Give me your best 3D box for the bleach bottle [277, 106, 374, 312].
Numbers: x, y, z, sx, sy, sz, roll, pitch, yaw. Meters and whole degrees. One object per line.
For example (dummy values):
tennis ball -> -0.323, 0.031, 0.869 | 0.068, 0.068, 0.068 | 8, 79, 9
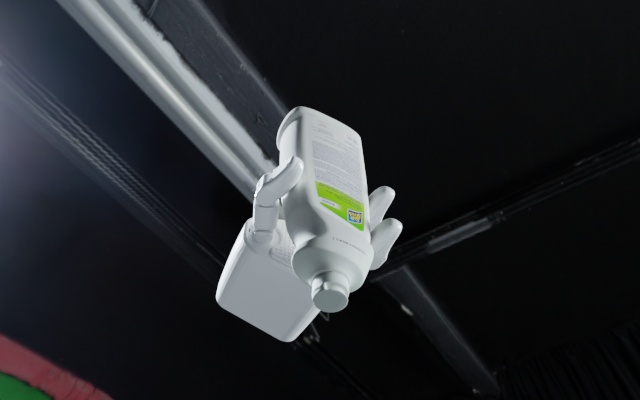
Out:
bleach bottle -> 0.000, 0.002, 0.483 | 0.102, 0.068, 0.250 | 22, 35, -16
